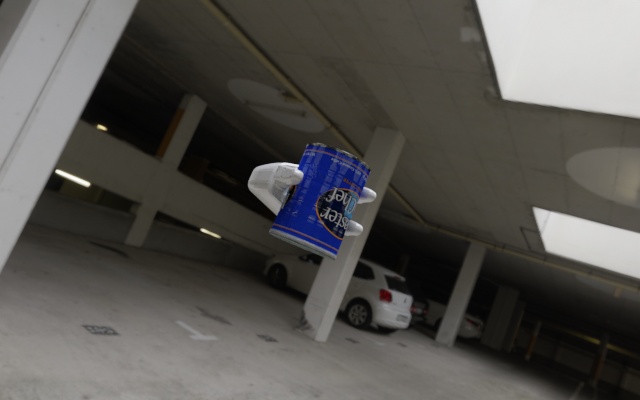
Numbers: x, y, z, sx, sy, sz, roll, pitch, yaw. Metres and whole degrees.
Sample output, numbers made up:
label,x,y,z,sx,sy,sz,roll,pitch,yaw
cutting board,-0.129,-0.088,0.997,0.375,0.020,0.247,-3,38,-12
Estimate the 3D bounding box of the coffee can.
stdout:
label,x,y,z,sx,sy,sz,roll,pitch,yaw
coffee can,0.000,0.002,0.689,0.103,0.140,0.103,22,-8,3
